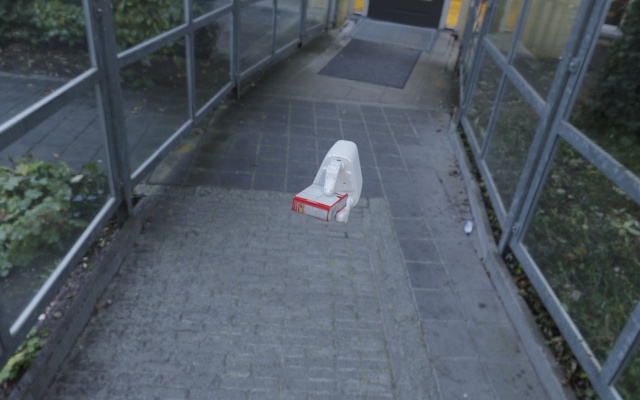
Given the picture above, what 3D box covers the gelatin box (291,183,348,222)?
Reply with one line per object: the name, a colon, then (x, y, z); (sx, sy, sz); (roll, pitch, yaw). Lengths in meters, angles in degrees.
gelatin box: (0.000, 0.003, 0.863); (0.073, 0.030, 0.089); (17, 24, 19)
